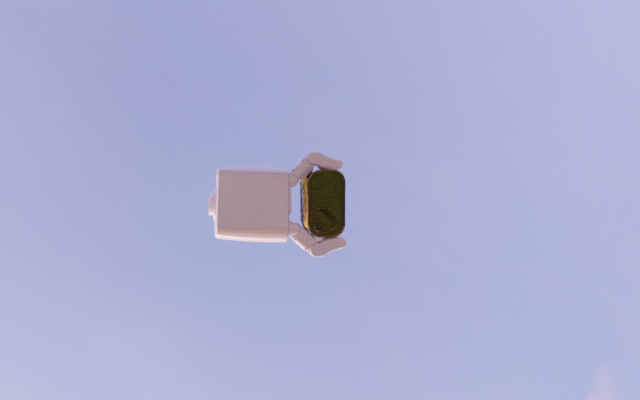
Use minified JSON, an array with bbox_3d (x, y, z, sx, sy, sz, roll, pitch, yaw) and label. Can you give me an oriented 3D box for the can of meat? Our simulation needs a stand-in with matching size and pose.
[{"bbox_3d":[0.000,0.002,0.751,0.057,0.102,0.084,-1,4,-14],"label":"can of meat"}]
